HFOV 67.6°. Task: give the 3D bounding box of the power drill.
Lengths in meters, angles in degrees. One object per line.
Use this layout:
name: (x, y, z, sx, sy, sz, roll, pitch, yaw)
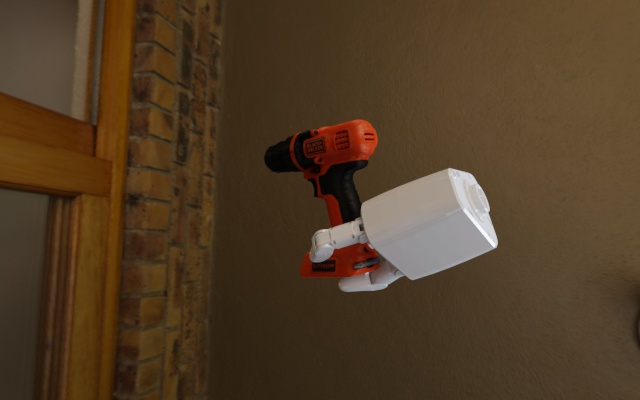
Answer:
power drill: (0.000, 0.002, 0.609, 0.057, 0.187, 0.184, -9, 1, -43)
